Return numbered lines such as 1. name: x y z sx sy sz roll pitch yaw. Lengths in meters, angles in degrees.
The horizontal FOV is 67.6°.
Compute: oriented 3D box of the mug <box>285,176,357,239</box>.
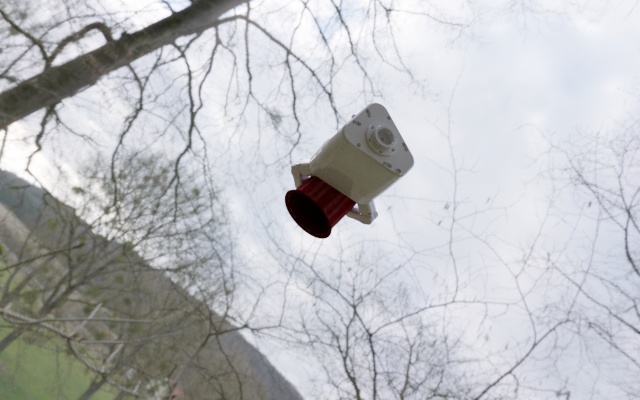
1. mug: 0.000 0.003 0.753 0.081 0.093 0.117 -43 3 -31
